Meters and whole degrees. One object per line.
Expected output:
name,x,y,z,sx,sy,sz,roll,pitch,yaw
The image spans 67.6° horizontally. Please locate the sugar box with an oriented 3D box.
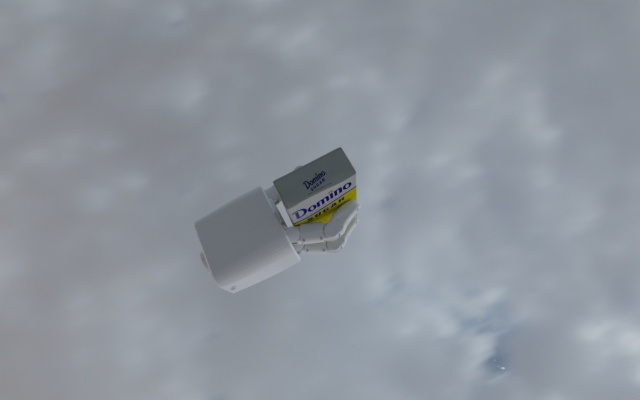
sugar box,0.000,0.003,0.628,0.093,0.048,0.176,-28,-17,-4
